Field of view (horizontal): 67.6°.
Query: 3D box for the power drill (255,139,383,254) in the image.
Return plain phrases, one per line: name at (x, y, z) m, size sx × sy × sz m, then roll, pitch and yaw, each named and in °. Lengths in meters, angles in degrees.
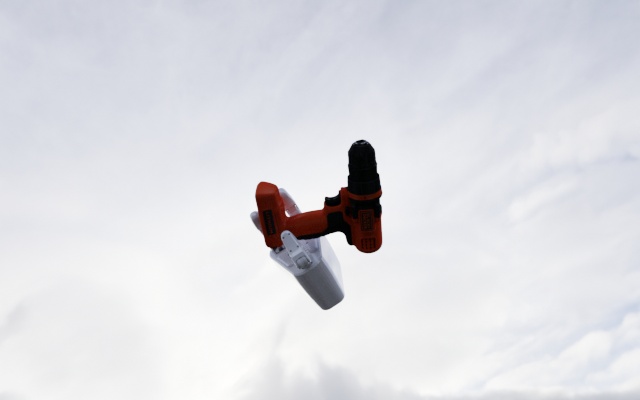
power drill at (0.000, 0.003, 0.722) m, size 0.187 × 0.184 × 0.057 m, roll -4°, pitch 26°, yaw 7°
